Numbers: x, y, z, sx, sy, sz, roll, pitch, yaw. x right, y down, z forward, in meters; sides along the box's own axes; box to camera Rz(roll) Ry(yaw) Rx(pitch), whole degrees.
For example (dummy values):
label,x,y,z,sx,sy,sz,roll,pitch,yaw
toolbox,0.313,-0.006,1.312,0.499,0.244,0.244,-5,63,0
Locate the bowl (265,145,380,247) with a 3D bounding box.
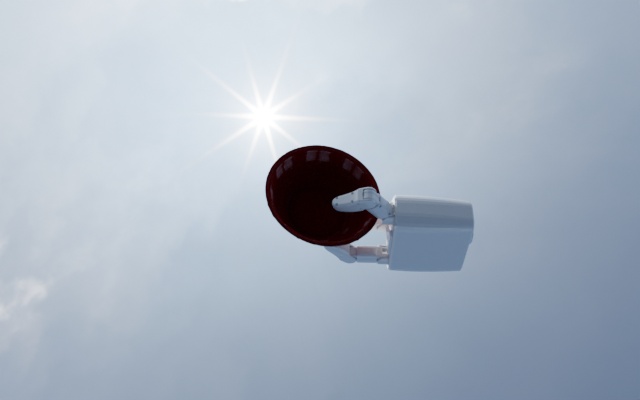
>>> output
label,x,y,z,sx,sy,sz,roll,pitch,yaw
bowl,-0.001,0.002,0.670,0.162,0.162,0.055,0,-31,-14
